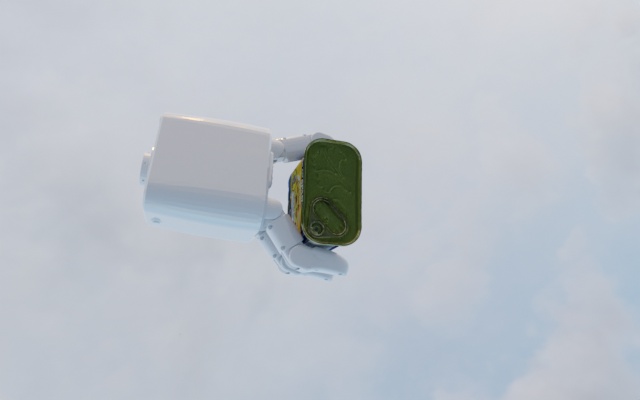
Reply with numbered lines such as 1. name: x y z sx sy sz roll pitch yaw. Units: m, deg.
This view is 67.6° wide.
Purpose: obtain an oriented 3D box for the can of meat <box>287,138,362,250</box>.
1. can of meat: 0.000 0.002 0.477 0.057 0.102 0.084 6 -16 -16
